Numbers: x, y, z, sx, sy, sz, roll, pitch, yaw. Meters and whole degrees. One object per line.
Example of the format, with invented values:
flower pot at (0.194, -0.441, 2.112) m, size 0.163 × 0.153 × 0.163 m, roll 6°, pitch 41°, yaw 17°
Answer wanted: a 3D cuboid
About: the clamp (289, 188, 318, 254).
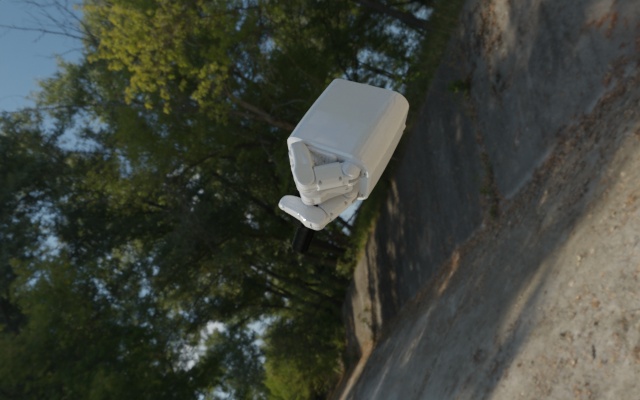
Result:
clamp at (0.000, 0.002, 0.649) m, size 0.039 × 0.120 × 0.171 m, roll 31°, pitch -20°, yaw 11°
